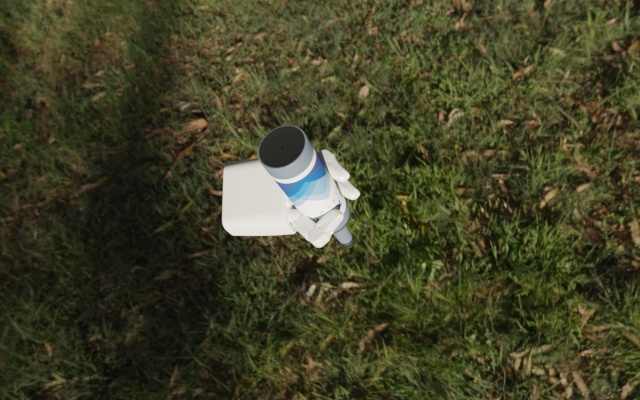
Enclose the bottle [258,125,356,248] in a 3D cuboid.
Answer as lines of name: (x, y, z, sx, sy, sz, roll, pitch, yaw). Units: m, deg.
bottle: (0.000, 0.002, 0.708, 0.069, 0.069, 0.296, 0, -28, 22)
